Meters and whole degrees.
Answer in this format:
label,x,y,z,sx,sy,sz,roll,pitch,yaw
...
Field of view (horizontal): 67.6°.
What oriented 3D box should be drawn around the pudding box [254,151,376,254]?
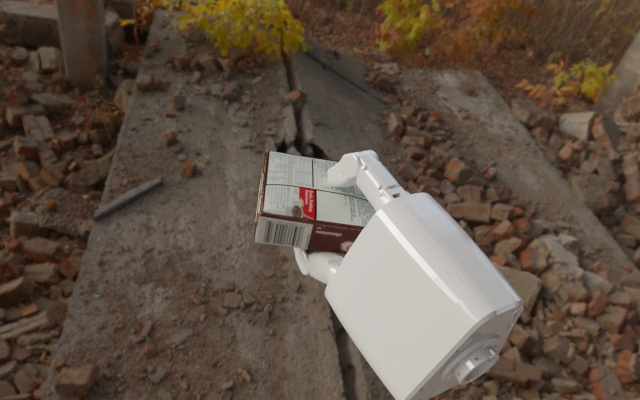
label,x,y,z,sx,sy,sz,roll,pitch,yaw
pudding box,0.000,0.001,0.433,0.113,0.039,0.090,9,41,-9
